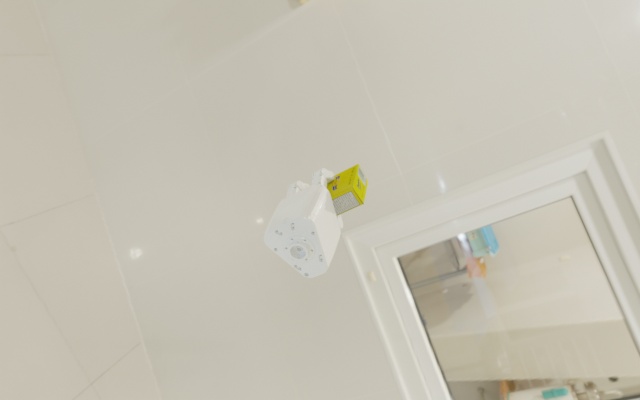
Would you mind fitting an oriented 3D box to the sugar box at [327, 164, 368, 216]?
[{"bbox_3d":[0.000,0.002,0.884,0.176,0.048,0.093,-23,23,23],"label":"sugar box"}]
